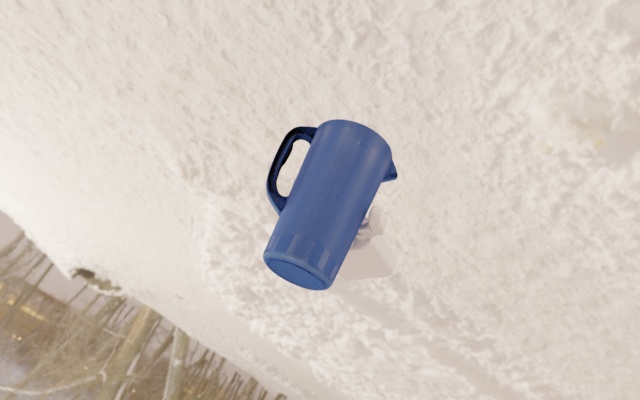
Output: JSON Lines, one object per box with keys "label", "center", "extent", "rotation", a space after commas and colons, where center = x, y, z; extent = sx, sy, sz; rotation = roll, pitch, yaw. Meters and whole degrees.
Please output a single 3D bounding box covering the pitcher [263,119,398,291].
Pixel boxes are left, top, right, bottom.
{"label": "pitcher", "center": [0.000, 0.002, 0.723], "extent": [0.149, 0.242, 0.145], "rotation": [3, -33, 39]}
